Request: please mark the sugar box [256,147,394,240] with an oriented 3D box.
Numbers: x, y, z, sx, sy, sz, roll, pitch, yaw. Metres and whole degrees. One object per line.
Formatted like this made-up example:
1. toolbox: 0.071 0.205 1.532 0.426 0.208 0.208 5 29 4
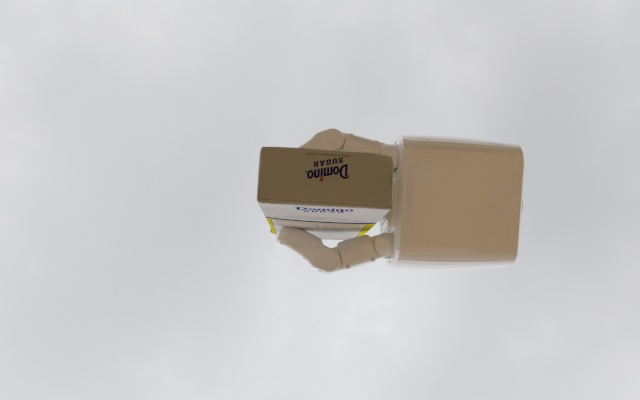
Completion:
1. sugar box: 0.000 0.001 0.402 0.093 0.048 0.176 3 -14 -3
